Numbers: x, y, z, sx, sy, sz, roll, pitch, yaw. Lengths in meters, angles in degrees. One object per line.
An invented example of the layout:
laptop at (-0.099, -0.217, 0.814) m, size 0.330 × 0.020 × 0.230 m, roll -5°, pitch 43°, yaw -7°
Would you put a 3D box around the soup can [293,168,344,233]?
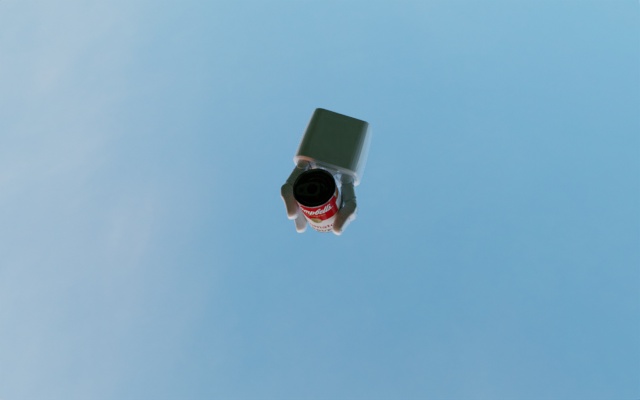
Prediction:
soup can at (0.000, 0.003, 0.768) m, size 0.068 × 0.068 × 0.102 m, roll 0°, pitch -26°, yaw 13°
